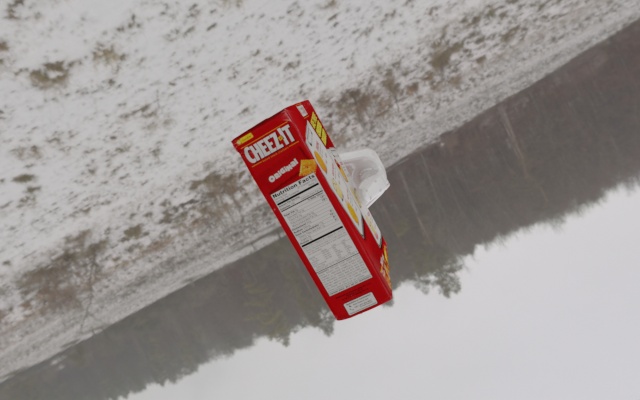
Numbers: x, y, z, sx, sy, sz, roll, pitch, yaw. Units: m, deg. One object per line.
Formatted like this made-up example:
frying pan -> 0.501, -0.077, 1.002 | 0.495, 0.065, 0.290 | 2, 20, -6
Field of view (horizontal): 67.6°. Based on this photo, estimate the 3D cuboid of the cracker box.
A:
cracker box -> 0.000, 0.002, 0.532 | 0.072, 0.214, 0.164 | -28, 10, 12
